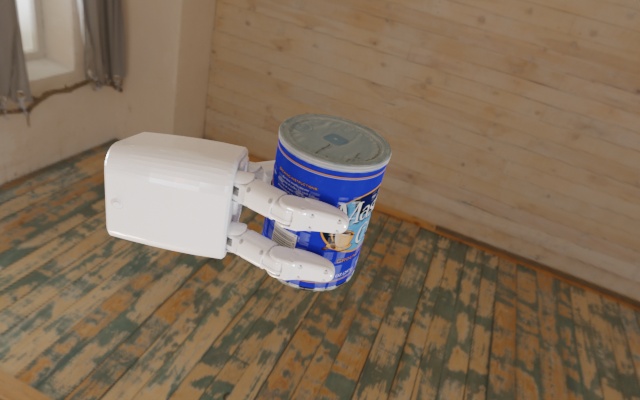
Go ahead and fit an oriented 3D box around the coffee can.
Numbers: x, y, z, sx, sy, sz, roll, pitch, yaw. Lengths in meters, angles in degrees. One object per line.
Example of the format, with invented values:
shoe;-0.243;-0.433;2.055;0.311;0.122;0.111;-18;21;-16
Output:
coffee can;0.000;0.001;0.462;0.103;0.140;0.102;10;31;-6
